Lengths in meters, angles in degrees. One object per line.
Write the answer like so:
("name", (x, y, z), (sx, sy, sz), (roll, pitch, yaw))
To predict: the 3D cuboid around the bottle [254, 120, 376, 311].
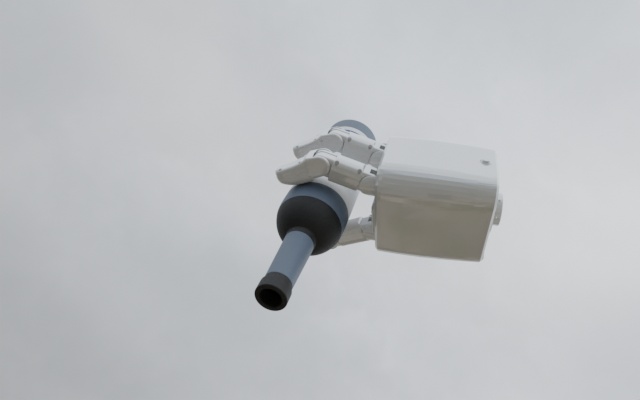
("bottle", (0.000, 0.001, 0.490), (0.069, 0.069, 0.295), (0, 30, 18))
